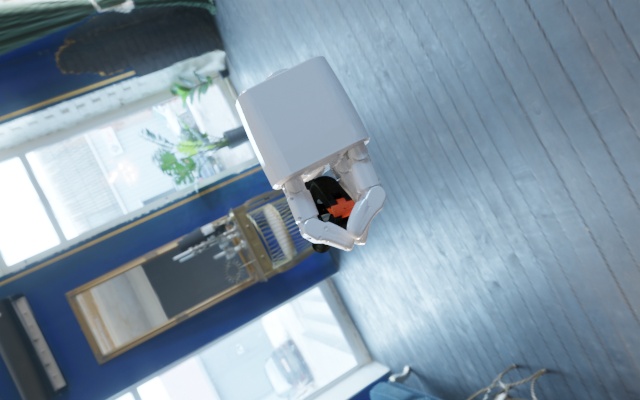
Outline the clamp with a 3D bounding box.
[{"bbox_3d":[0.000,0.002,0.588,0.039,0.120,0.171,-25,-4,-18],"label":"clamp"}]
